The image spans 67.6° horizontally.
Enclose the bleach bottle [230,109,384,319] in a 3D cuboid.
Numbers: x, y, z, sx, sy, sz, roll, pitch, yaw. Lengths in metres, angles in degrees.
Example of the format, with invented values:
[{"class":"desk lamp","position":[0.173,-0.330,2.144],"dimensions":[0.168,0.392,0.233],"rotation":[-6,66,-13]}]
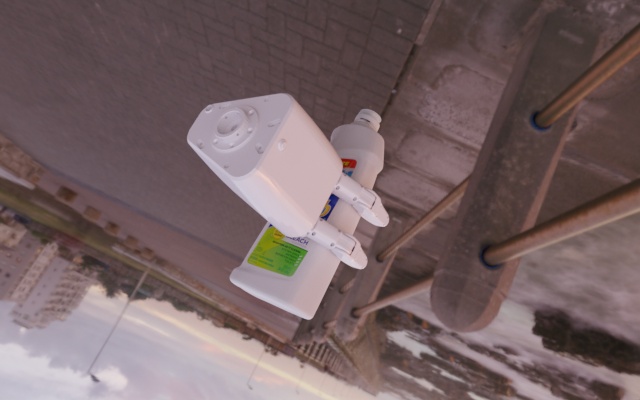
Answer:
[{"class":"bleach bottle","position":[0.000,0.002,0.551],"dimensions":[0.102,0.250,0.068],"rotation":[15,-21,34]}]
